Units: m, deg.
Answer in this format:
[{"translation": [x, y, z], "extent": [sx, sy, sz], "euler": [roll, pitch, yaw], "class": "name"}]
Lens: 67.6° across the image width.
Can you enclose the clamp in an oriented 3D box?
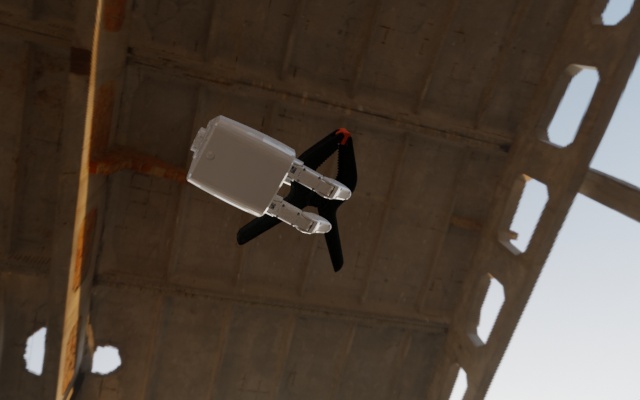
[{"translation": [0.000, 0.001, 0.672], "extent": [0.164, 0.210, 0.036], "euler": [26, 14, -22], "class": "clamp"}]
